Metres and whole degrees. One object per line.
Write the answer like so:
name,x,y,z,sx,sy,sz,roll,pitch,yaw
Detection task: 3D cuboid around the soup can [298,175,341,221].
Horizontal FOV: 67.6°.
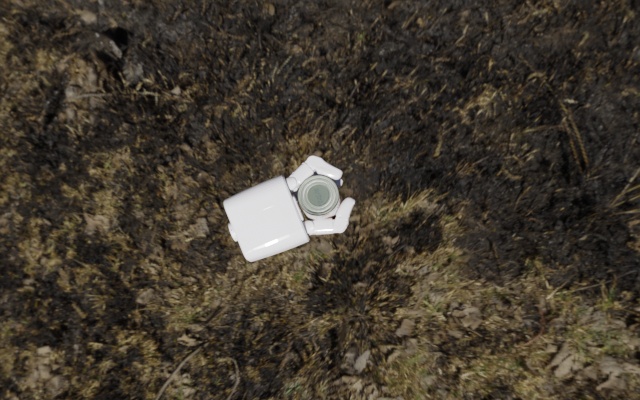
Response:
soup can,0.001,0.002,0.794,0.068,0.068,0.102,0,-13,5
